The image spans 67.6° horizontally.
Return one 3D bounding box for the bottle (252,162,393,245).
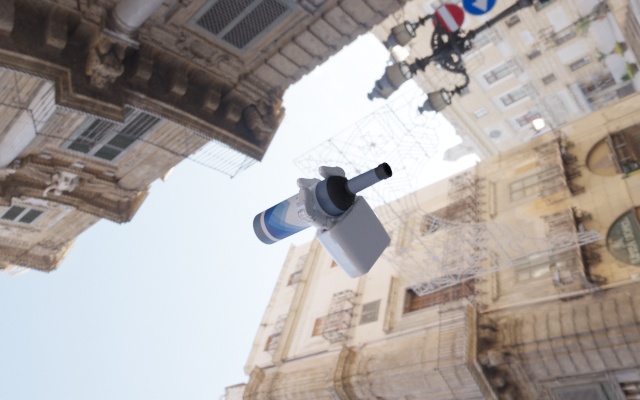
[{"bbox_3d":[0.000,0.003,0.846,0.296,0.069,0.069,-26,-16,36],"label":"bottle"}]
